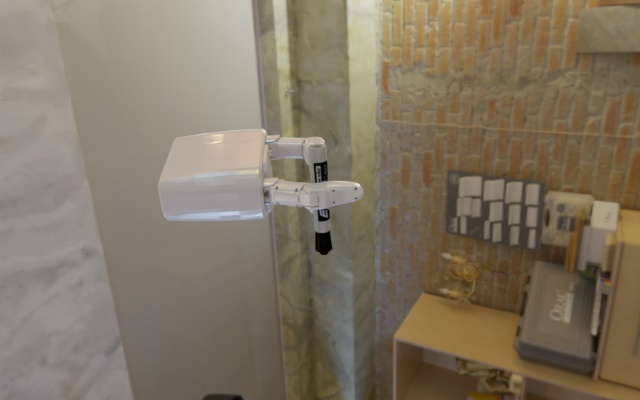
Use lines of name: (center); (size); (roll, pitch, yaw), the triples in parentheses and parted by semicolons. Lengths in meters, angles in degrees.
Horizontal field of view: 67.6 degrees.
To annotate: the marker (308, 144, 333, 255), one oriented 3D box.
marker: (0.000, 0.002, 0.498); (0.020, 0.121, 0.020); (-3, 22, 1)
